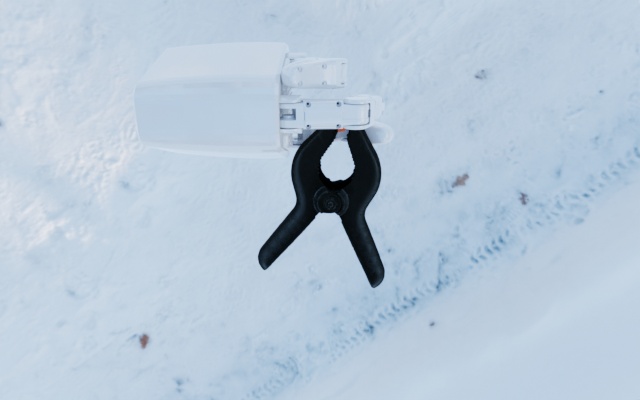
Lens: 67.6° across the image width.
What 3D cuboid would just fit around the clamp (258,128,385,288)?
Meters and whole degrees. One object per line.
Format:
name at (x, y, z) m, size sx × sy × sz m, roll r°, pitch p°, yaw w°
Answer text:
clamp at (0.000, 0.001, 0.429) m, size 0.120 × 0.171 × 0.039 m, roll -1°, pitch 19°, yaw -1°
